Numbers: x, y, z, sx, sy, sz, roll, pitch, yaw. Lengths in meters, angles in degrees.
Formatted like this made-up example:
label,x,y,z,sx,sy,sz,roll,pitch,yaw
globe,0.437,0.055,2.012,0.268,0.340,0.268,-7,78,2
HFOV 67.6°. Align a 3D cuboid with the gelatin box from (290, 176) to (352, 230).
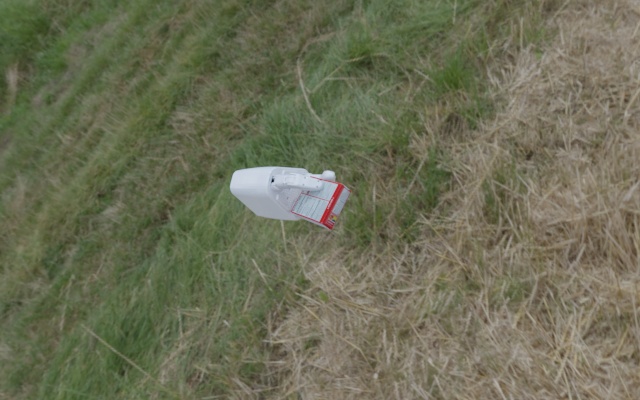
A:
label,x,y,z,sx,sy,sz,roll,pitch,yaw
gelatin box,0.000,0.002,0.800,0.030,0.073,0.089,35,-12,-39
